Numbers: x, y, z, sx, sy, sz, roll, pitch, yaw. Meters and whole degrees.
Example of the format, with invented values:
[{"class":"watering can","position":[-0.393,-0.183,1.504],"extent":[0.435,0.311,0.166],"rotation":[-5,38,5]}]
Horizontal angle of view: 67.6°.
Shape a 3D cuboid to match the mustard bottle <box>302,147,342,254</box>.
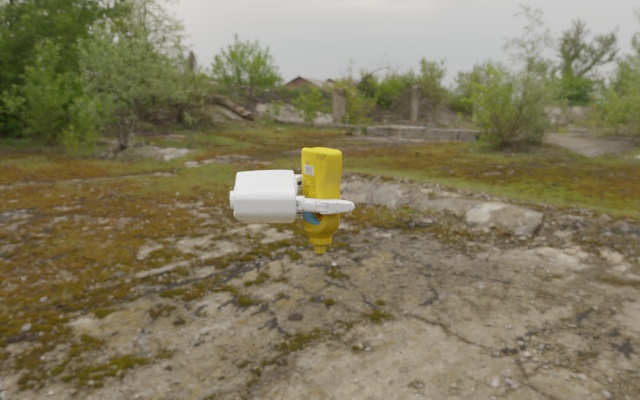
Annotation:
[{"class":"mustard bottle","position":[0.000,0.003,0.863],"extent":[0.058,0.192,0.096],"rotation":[-6,13,-30]}]
